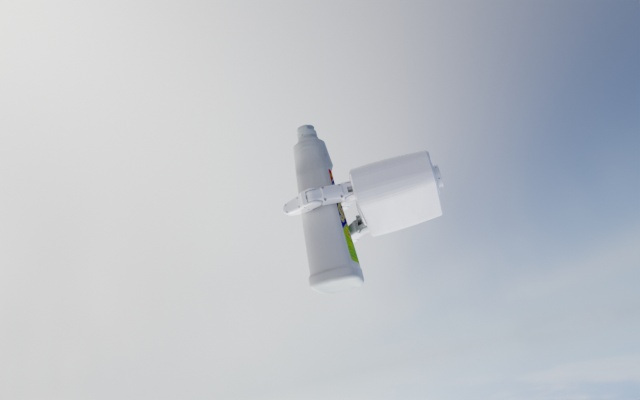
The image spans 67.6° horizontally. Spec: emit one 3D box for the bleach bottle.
[{"bbox_3d":[0.000,0.002,0.686,0.068,0.250,0.102,-16,-20,10],"label":"bleach bottle"}]
